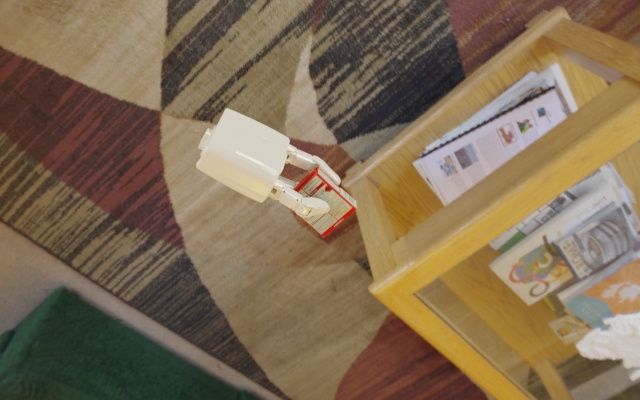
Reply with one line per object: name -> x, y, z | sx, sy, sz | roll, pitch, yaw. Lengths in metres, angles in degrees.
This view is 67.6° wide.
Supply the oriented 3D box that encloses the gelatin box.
gelatin box -> 0.000, 0.003, 0.734 | 0.073, 0.089, 0.030 | -42, 17, 21
